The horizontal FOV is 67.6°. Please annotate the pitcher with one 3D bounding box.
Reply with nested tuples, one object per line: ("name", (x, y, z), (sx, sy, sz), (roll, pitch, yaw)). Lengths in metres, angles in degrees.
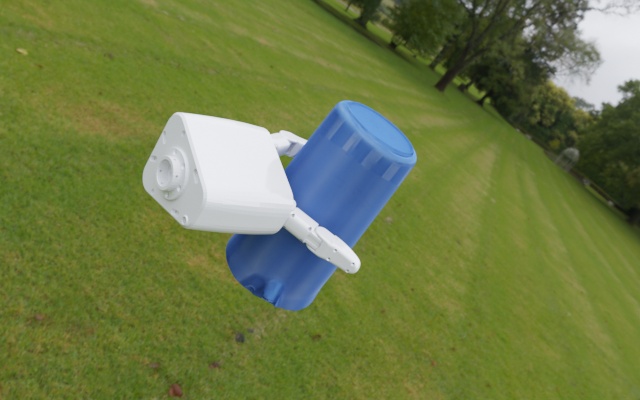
("pitcher", (0.000, 0.002, 0.577), (0.145, 0.243, 0.149), (5, 41, -48))
